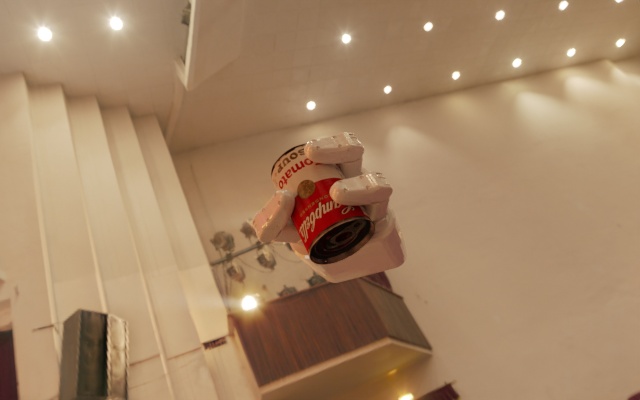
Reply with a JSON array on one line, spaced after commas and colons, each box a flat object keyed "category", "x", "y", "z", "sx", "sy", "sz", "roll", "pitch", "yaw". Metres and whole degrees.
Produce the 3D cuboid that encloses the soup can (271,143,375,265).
[{"category": "soup can", "x": 0.000, "y": 0.001, "z": 0.467, "sx": 0.068, "sy": 0.102, "sz": 0.069, "roll": -20, "pitch": -33, "yaw": -14}]
